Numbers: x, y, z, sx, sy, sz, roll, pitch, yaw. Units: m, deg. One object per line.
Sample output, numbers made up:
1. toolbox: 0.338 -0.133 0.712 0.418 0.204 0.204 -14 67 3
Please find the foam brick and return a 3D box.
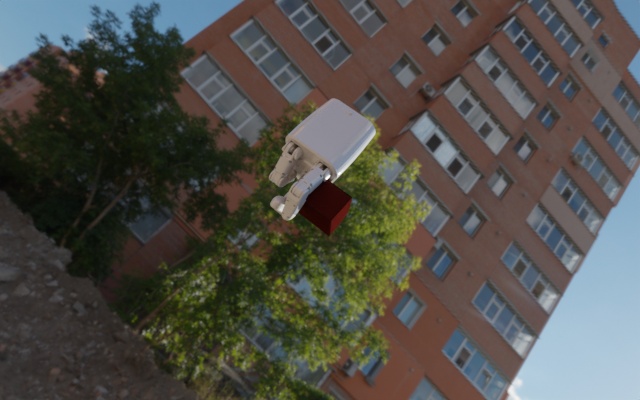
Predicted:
1. foam brick: 0.000 0.003 0.705 0.078 0.051 0.053 37 -25 15
